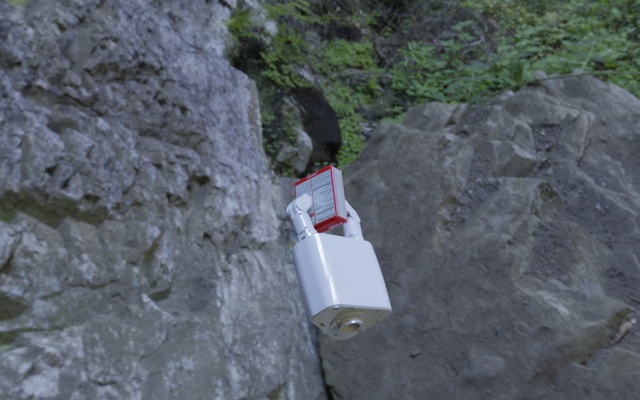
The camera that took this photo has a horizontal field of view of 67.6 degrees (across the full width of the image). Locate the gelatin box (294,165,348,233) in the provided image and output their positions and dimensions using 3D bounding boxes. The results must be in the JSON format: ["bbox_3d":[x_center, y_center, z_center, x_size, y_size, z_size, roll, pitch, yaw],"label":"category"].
[{"bbox_3d":[0.000,0.002,0.706,0.073,0.089,0.030,-25,-32,32],"label":"gelatin box"}]
